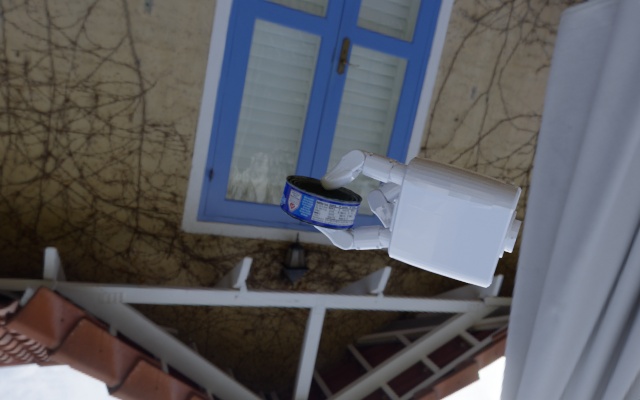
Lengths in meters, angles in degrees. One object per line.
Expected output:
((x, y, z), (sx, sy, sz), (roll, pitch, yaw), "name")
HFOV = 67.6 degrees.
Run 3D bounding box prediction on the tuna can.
((0.000, 0.002, 0.522), (0.086, 0.034, 0.086), (15, 13, -4), "tuna can")
